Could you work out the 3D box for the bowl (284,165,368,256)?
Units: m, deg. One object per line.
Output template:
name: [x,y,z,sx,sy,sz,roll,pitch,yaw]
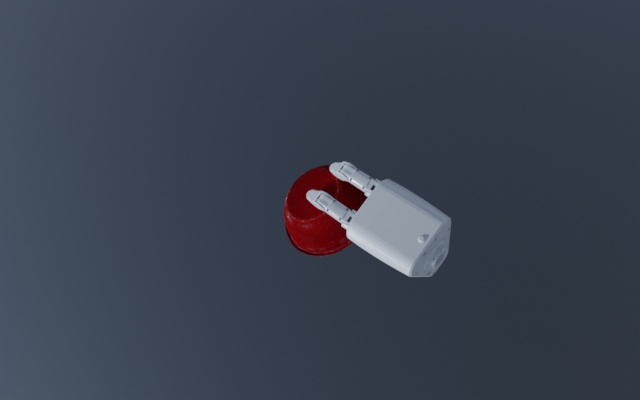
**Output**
bowl: [-0.001,0.002,0.742,0.162,0.162,0.055,0,-27,34]
